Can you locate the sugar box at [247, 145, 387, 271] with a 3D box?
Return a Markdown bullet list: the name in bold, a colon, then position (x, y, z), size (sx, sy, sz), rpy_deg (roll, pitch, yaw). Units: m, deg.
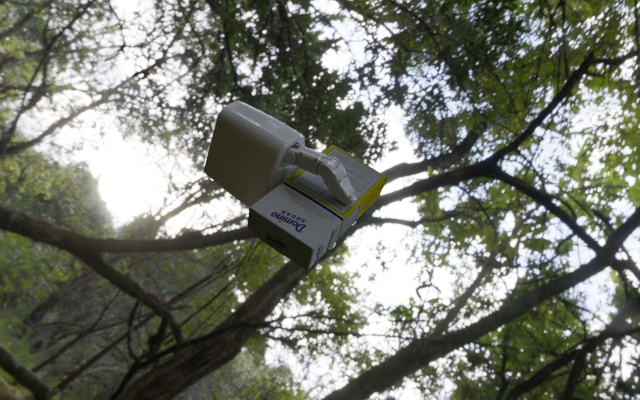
- **sugar box**: position (0.000, 0.002, 0.595), size (0.093, 0.048, 0.176), rpy_deg (32, 47, 18)
